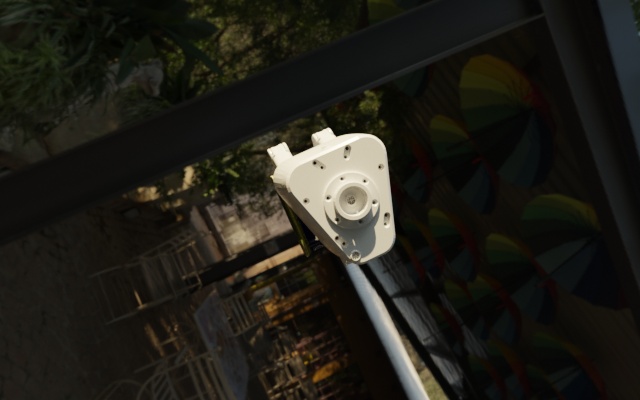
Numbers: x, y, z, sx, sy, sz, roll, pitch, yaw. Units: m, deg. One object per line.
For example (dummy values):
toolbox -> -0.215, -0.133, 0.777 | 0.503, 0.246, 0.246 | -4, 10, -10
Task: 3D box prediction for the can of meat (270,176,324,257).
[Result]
can of meat -> 0.000, 0.002, 0.560 | 0.084, 0.102, 0.057 | -24, 5, -7
